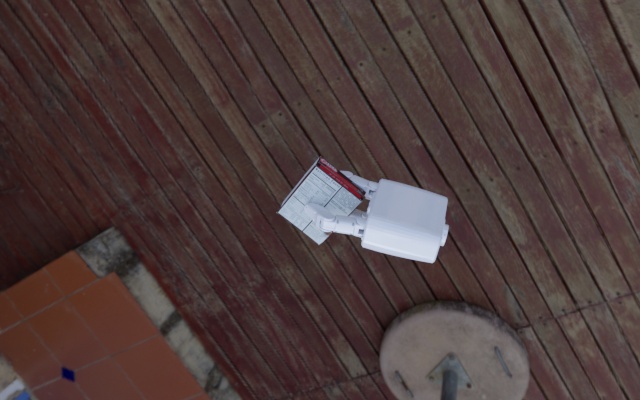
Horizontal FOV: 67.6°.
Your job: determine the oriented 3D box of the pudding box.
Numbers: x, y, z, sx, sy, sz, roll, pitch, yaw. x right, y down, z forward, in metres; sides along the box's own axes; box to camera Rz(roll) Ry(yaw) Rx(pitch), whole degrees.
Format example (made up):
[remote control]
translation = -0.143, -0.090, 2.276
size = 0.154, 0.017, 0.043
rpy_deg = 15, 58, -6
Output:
[pudding box]
translation = 0.000, 0.003, 0.731
size = 0.090, 0.113, 0.039
rpy_deg = 39, 28, -5
